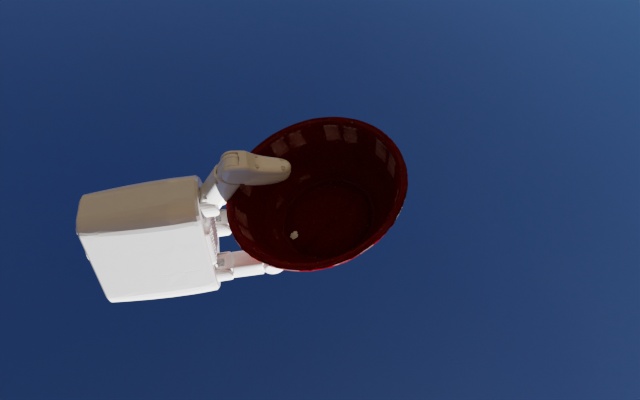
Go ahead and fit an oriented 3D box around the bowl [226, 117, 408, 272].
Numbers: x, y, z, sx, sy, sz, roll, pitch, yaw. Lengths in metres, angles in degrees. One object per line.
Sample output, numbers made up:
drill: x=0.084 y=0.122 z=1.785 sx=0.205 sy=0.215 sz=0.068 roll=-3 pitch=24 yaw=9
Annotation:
bowl: x=0.001 y=0.002 z=0.432 sx=0.162 sy=0.162 sz=0.055 roll=0 pitch=-34 yaw=18
